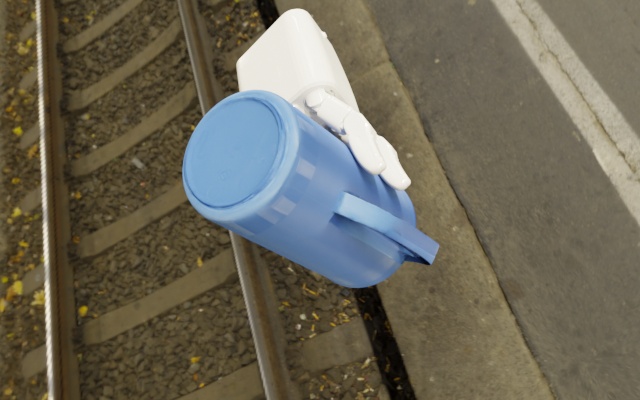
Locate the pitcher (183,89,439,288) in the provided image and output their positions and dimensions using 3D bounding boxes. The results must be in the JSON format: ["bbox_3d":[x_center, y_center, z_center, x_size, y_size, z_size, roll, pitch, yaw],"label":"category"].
[{"bbox_3d":[0.000,0.001,0.445,0.149,0.145,0.243,-26,-28,19],"label":"pitcher"}]
